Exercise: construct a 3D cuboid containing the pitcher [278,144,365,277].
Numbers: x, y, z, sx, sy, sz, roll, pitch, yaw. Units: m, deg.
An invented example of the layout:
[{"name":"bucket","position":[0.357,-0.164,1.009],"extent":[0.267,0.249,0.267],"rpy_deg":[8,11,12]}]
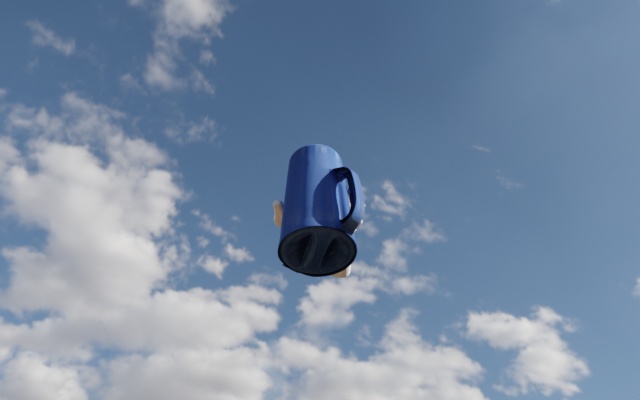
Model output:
[{"name":"pitcher","position":[0.000,0.003,0.872],"extent":[0.149,0.145,0.242],"rpy_deg":[-4,45,2]}]
